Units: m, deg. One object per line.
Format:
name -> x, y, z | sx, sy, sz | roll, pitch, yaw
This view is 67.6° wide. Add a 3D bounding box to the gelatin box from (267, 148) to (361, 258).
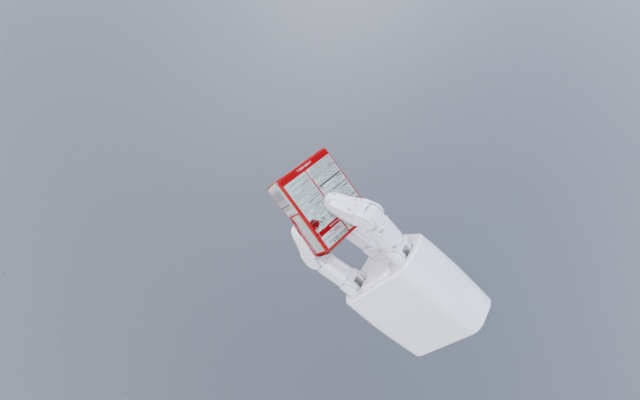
gelatin box -> 0.000, 0.001, 0.494 | 0.073, 0.089, 0.030 | -39, 6, -32
